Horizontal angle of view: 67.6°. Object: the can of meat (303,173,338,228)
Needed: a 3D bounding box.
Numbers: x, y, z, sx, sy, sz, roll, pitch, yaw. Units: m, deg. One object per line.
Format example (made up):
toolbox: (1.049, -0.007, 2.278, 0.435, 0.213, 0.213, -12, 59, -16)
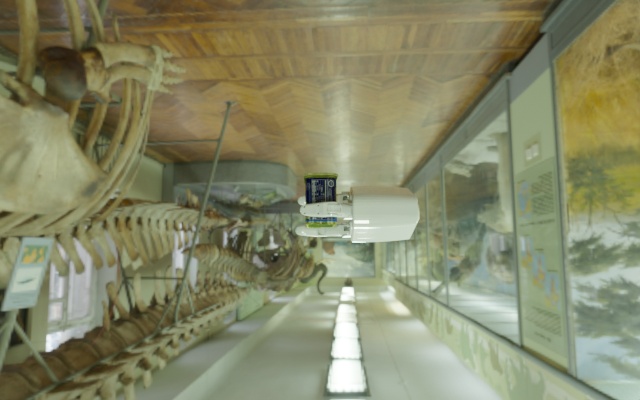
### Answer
can of meat: (0.000, 0.003, 0.809, 0.057, 0.084, 0.102, -1, -6, -2)
